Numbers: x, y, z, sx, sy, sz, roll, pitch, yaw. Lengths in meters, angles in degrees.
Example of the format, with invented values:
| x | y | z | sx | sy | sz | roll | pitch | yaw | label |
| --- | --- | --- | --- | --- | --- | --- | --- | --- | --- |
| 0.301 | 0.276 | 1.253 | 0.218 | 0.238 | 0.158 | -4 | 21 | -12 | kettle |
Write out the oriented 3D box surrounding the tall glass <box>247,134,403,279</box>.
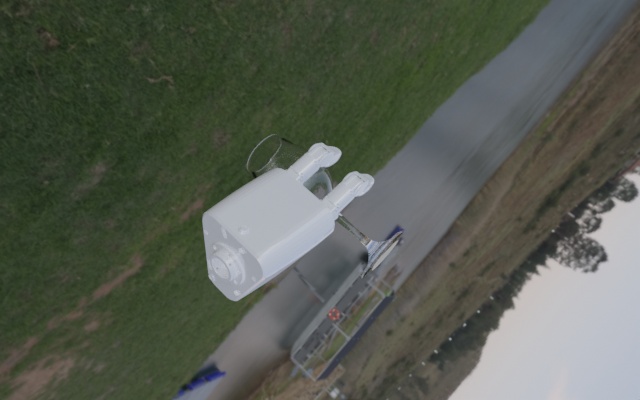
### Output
| x | y | z | sx | sy | sz | roll | pitch | yaw | label |
| --- | --- | --- | --- | --- | --- | --- | --- | --- | --- |
| 0.001 | 0.002 | 0.586 | 0.201 | 0.079 | 0.079 | 41 | 14 | 16 | tall glass |
